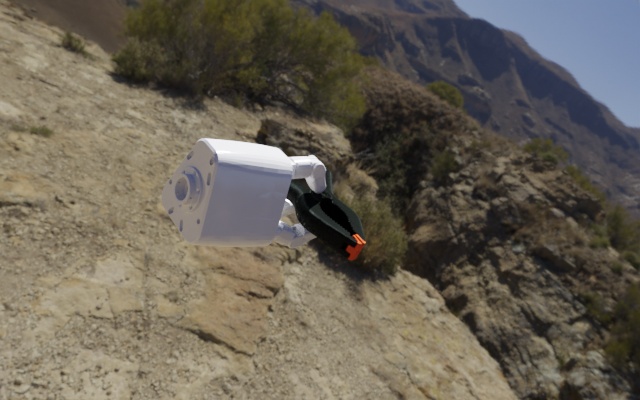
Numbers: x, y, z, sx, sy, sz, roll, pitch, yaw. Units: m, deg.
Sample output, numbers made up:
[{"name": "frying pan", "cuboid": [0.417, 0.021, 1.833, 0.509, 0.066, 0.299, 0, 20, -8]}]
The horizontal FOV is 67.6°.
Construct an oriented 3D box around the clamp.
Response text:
[{"name": "clamp", "cuboid": [0.001, 0.002, 0.657, 0.164, 0.036, 0.210, 1, 35, -47]}]
